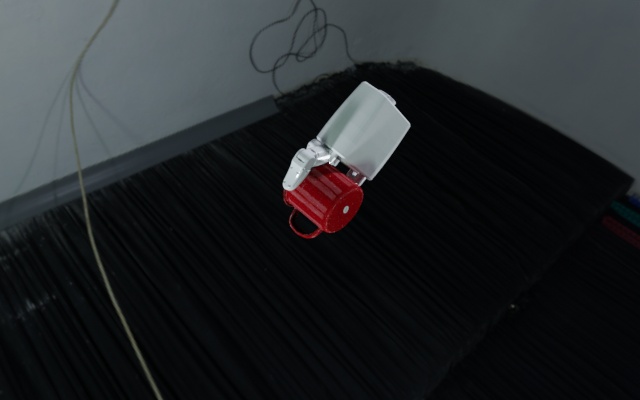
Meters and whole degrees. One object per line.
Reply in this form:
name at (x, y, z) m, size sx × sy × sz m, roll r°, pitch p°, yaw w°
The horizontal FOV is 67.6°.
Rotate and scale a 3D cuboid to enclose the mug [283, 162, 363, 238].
mug at (-0.001, 0.004, 0.695) m, size 0.081 × 0.117 × 0.093 m, roll 39°, pitch 7°, yaw 27°
